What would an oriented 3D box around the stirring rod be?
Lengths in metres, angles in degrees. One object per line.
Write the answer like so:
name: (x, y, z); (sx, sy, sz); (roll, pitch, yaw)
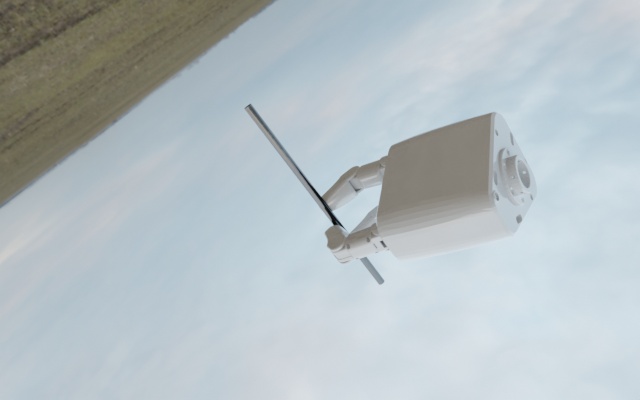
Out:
stirring rod: (0.000, 0.002, 0.487); (0.011, 0.240, 0.011); (-31, 22, 14)
